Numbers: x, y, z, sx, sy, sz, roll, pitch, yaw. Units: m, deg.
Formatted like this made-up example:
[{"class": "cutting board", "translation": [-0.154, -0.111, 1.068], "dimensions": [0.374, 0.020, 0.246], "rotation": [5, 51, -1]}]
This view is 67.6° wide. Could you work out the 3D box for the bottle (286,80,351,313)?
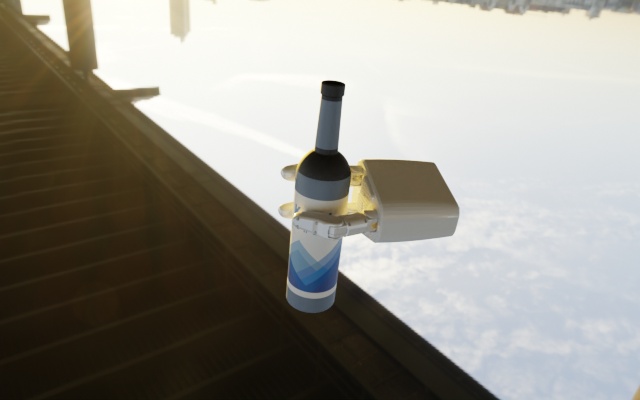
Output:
[{"class": "bottle", "translation": [0.000, 0.002, 0.588], "dimensions": [0.069, 0.296, 0.069], "rotation": [5, 27, -2]}]
